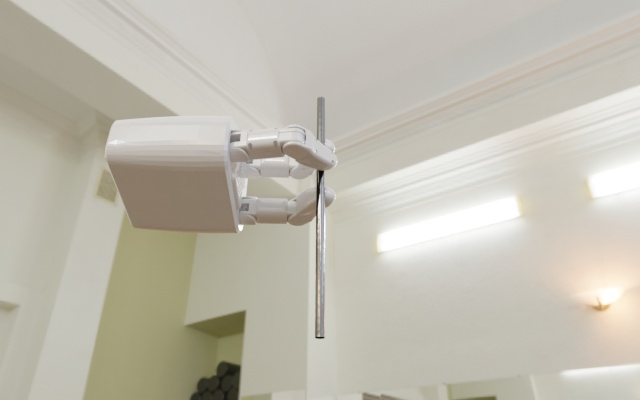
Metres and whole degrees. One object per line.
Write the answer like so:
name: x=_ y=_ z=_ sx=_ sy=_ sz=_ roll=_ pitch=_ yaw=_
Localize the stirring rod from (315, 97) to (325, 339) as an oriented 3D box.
stirring rod: x=0.000 y=0.001 z=0.428 sx=0.011 sy=0.239 sz=0.011 roll=0 pitch=-29 yaw=0
